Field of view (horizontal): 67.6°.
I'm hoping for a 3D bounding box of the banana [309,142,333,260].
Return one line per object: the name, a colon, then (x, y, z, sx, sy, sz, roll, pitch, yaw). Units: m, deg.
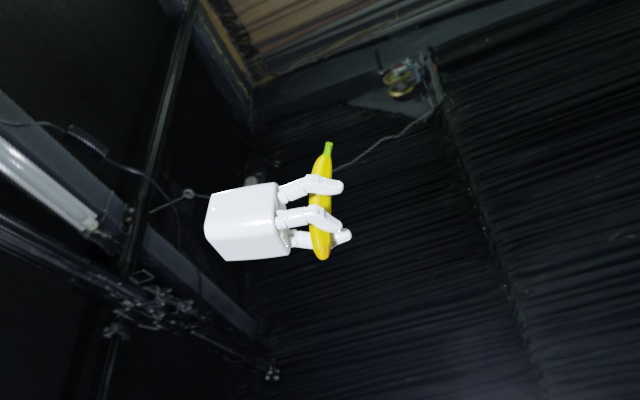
banana: (0.000, 0.007, 0.762, 0.037, 0.197, 0.070, 1, -24, 0)
